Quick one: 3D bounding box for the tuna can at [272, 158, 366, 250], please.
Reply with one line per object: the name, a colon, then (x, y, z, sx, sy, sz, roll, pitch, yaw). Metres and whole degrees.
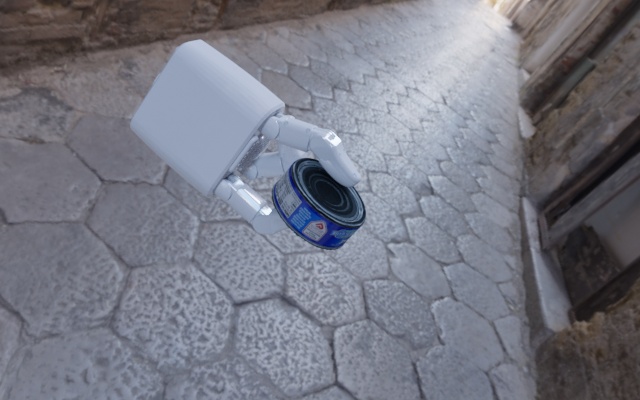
tuna can: (0.000, 0.001, 0.437, 0.086, 0.086, 0.034, 0, -41, -50)
